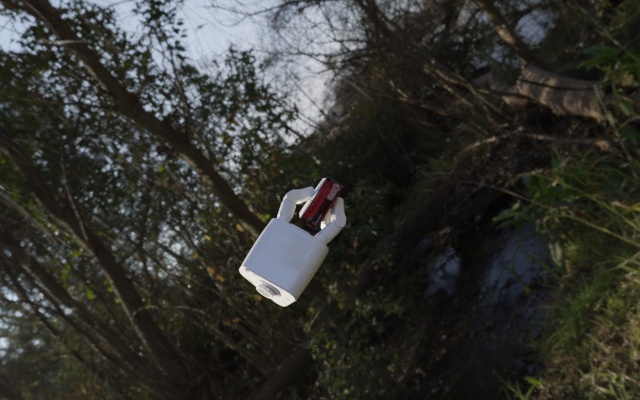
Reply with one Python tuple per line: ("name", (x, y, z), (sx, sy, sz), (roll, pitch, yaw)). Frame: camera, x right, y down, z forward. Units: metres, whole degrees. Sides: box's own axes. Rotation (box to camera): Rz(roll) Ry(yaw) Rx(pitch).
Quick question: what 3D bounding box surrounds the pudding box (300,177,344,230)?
("pudding box", (0.000, 0.003, 0.872), (0.039, 0.090, 0.113), (34, 0, -5))
